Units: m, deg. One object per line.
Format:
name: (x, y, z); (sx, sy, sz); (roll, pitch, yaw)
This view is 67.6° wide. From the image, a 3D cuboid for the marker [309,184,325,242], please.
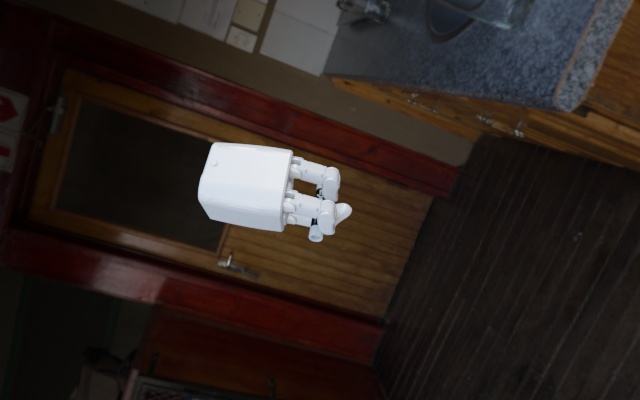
marker: (0.000, 0.002, 0.670); (0.020, 0.121, 0.020); (5, -36, 4)
